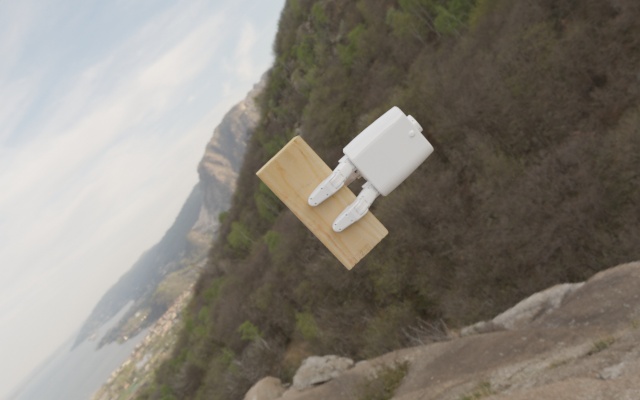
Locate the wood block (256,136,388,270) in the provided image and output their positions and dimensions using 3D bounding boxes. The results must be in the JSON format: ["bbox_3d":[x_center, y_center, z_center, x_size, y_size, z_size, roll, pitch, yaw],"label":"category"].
[{"bbox_3d":[0.000,0.002,0.771,0.090,0.206,0.091,-44,10,-2],"label":"wood block"}]
